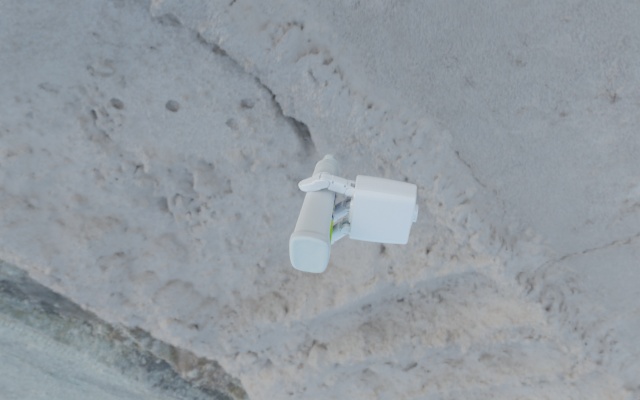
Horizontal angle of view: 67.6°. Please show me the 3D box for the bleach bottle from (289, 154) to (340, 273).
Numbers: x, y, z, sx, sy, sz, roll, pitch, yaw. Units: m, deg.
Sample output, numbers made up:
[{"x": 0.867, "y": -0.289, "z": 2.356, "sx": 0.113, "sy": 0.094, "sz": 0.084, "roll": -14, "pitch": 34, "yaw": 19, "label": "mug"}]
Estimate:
[{"x": 0.000, "y": 0.003, "z": 0.874, "sx": 0.068, "sy": 0.250, "sz": 0.103, "roll": 9, "pitch": -42, "yaw": 4, "label": "bleach bottle"}]
